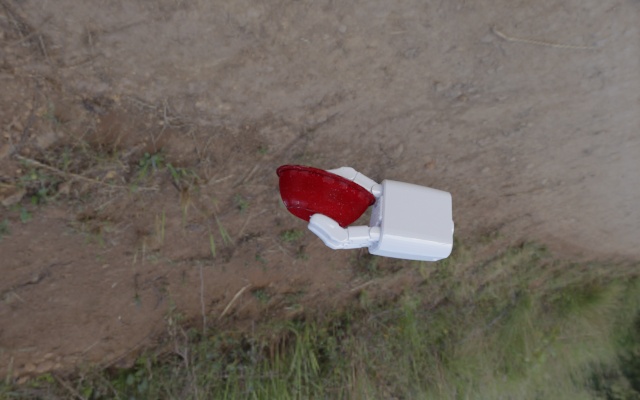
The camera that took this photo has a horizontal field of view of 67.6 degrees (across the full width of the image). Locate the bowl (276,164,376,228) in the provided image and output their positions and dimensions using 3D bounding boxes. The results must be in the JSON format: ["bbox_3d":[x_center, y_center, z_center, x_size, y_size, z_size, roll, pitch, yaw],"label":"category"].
[{"bbox_3d":[-0.001,0.002,0.735,0.162,0.055,0.162,17,-13,4],"label":"bowl"}]
